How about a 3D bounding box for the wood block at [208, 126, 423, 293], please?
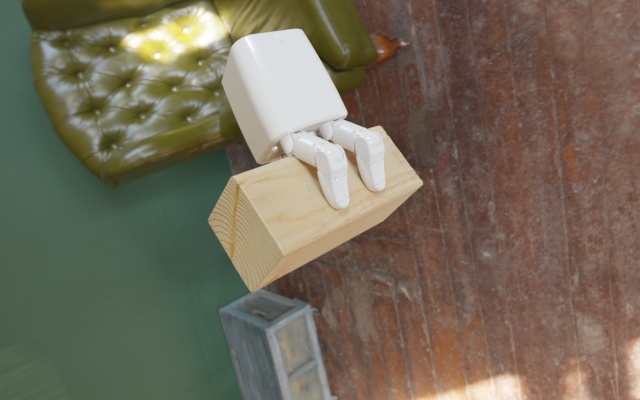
[{"bbox_3d":[0.000,0.002,0.511,0.206,0.090,0.091,-24,-16,-38],"label":"wood block"}]
